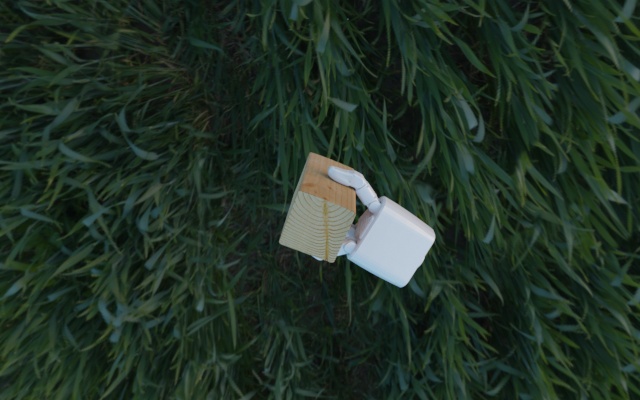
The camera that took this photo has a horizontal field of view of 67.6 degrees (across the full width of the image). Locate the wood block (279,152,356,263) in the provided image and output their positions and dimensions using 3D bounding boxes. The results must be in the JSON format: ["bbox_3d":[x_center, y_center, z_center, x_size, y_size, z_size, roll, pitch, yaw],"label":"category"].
[{"bbox_3d":[0.001,0.002,0.780,0.090,0.091,0.206,21,20,-5],"label":"wood block"}]
